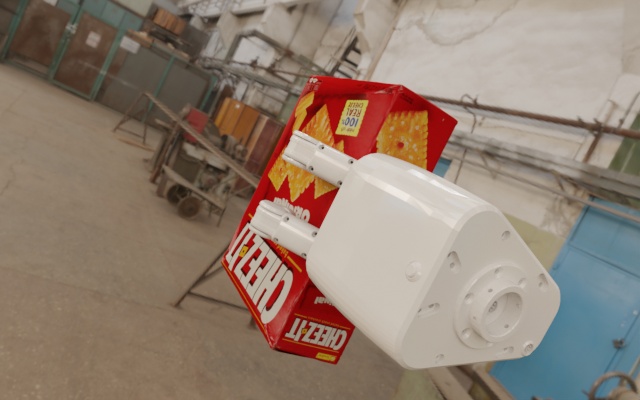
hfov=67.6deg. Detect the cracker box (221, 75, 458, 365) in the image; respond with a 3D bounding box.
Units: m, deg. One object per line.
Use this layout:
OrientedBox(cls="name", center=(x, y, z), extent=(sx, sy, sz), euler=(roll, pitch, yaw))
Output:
OrientedBox(cls="cracker box", center=(0.000, 0.001, 0.419), extent=(0.072, 0.214, 0.164), euler=(24, 6, -29))
